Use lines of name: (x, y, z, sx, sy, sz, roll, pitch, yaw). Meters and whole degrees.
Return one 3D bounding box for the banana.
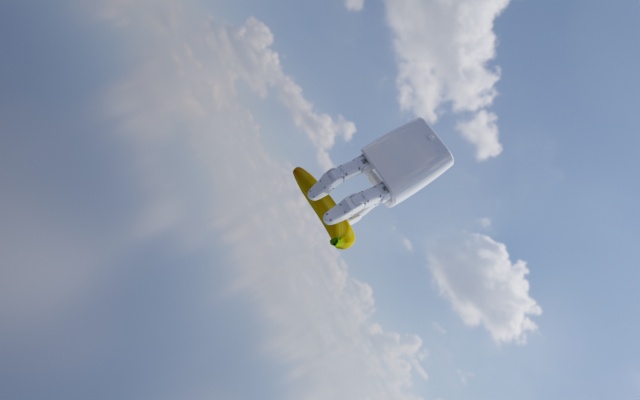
banana: (0.010, 0.016, 0.737, 0.037, 0.070, 0.197, -34, 41, 2)
